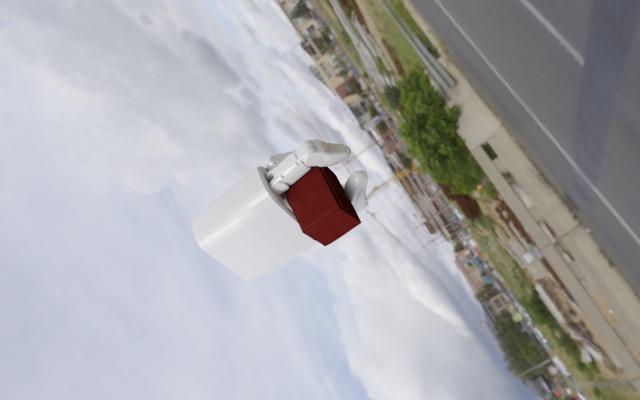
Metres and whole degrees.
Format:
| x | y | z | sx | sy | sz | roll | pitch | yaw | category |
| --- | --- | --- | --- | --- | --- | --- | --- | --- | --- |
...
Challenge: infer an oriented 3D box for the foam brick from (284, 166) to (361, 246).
| x | y | z | sx | sy | sz | roll | pitch | yaw | category |
| --- | --- | --- | --- | --- | --- | --- | --- | --- | --- |
| 0.000 | 0.002 | 0.527 | 0.051 | 0.078 | 0.053 | -35 | -35 | 12 | foam brick |
